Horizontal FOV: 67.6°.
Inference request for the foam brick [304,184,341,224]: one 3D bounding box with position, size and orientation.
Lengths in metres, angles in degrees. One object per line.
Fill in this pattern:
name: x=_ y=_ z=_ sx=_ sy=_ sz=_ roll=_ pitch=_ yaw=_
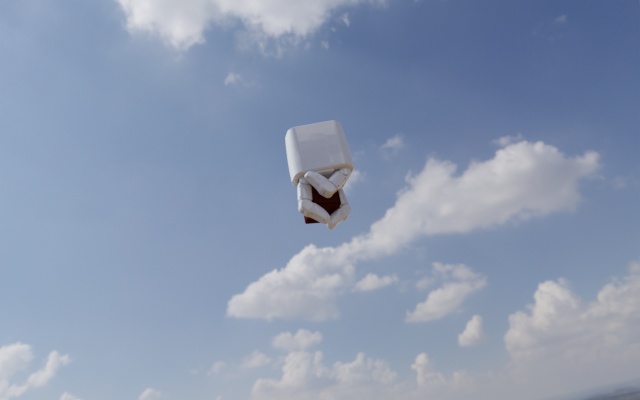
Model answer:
foam brick: x=0.000 y=0.003 z=0.897 sx=0.053 sy=0.051 sz=0.078 roll=-3 pitch=-28 yaw=-19
